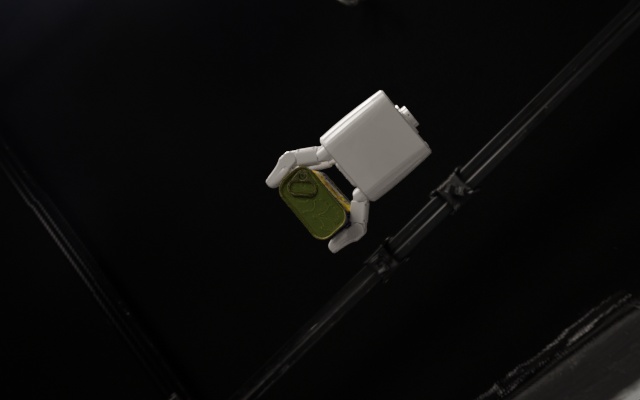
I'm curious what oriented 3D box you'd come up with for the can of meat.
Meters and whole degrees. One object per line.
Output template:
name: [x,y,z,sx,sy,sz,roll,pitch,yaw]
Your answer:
can of meat: [0.000,0.002,0.679,0.057,0.102,0.084,-43,-10,13]
